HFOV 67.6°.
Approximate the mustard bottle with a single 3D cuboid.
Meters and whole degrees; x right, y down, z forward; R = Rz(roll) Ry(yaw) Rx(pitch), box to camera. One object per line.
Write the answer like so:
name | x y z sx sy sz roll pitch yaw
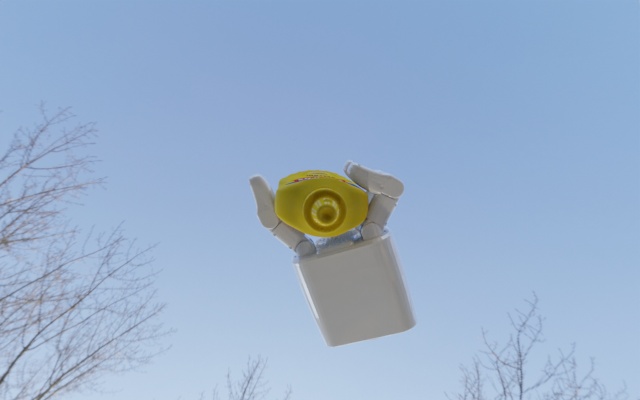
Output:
mustard bottle | 0.000 0.001 0.506 0.096 0.058 0.191 5 7 -4
